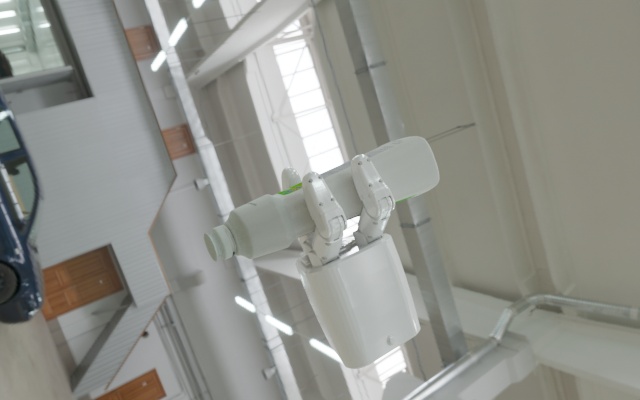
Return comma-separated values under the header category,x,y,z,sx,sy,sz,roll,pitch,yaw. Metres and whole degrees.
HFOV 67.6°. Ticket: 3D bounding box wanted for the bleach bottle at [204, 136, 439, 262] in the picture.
category,x,y,z,sx,sy,sz,roll,pitch,yaw
bleach bottle,0.000,0.002,0.495,0.251,0.068,0.102,-22,3,-27
